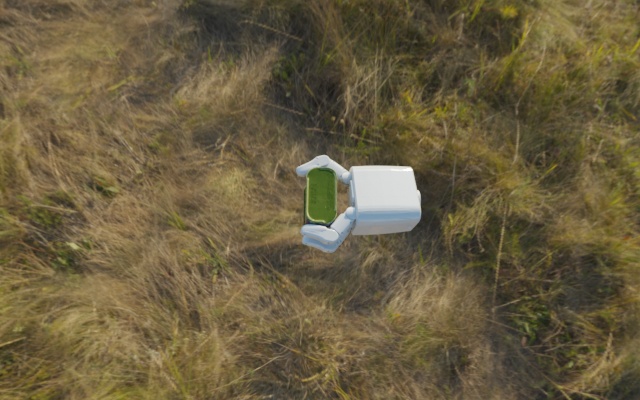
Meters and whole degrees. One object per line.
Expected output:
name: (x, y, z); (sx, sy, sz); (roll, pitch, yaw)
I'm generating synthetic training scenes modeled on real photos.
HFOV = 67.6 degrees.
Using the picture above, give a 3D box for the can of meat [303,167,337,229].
can of meat: (0.000, 0.002, 0.806); (0.057, 0.102, 0.084); (1, -17, -2)
